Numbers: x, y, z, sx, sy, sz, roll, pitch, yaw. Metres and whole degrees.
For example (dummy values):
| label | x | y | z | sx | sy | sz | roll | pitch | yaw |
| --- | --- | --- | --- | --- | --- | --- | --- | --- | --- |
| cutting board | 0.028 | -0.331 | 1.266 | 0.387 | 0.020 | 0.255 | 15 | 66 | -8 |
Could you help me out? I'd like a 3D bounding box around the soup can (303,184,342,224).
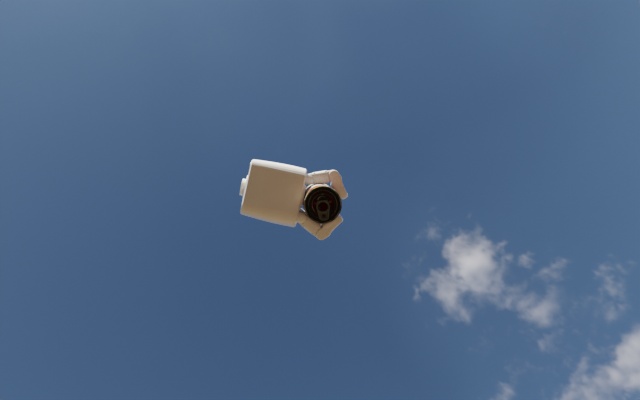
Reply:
| label | x | y | z | sx | sy | sz | roll | pitch | yaw |
| --- | --- | --- | --- | --- | --- | --- | --- | --- | --- |
| soup can | 0.001 | 0.003 | 0.899 | 0.068 | 0.068 | 0.102 | 0 | 6 | -5 |
